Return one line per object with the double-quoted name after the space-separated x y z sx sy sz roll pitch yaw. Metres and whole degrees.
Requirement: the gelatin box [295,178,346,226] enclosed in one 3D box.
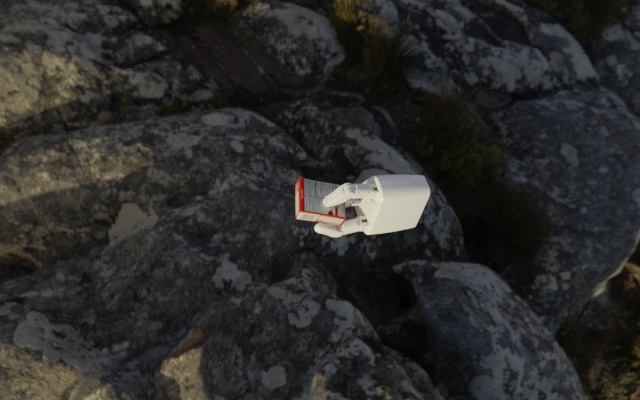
0.000 0.003 0.858 0.089 0.073 0.030 10 -34 -18 "gelatin box"
